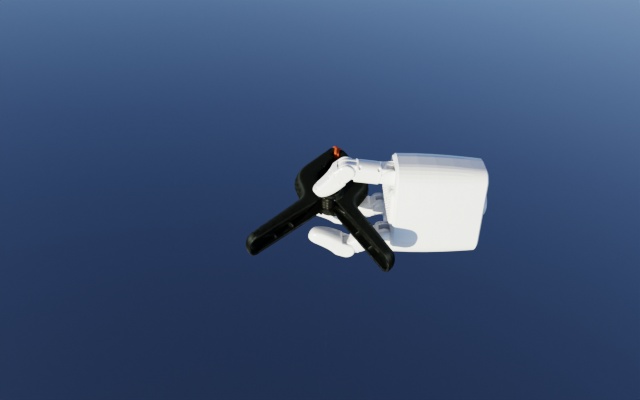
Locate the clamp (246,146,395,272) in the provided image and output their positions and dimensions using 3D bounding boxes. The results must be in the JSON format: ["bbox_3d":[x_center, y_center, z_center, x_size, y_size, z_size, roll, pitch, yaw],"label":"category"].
[{"bbox_3d":[0.000,0.001,0.590,0.164,0.036,0.209,3,41,-2],"label":"clamp"}]
